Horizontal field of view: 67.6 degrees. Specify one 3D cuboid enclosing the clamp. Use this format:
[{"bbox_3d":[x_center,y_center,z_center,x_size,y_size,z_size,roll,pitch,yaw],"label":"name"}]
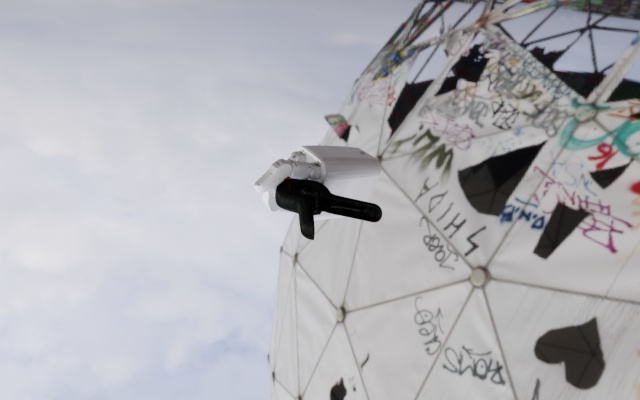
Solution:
[{"bbox_3d":[0.000,0.003,0.657,0.120,0.039,0.171,-3,25,-27],"label":"clamp"}]
